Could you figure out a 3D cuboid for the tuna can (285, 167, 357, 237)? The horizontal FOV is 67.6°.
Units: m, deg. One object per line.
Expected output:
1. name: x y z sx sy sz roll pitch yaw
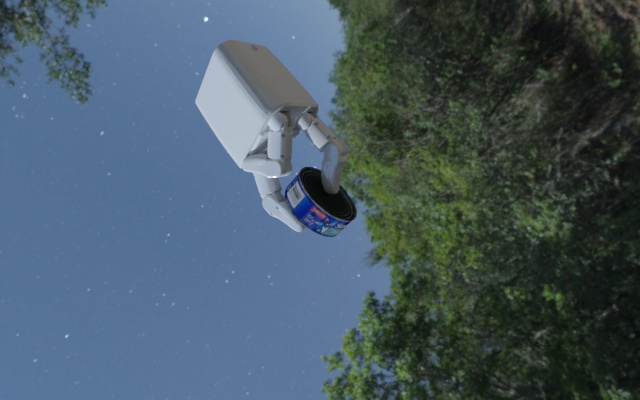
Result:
1. tuna can: 0.000 0.002 0.568 0.034 0.086 0.086 -47 -25 25
